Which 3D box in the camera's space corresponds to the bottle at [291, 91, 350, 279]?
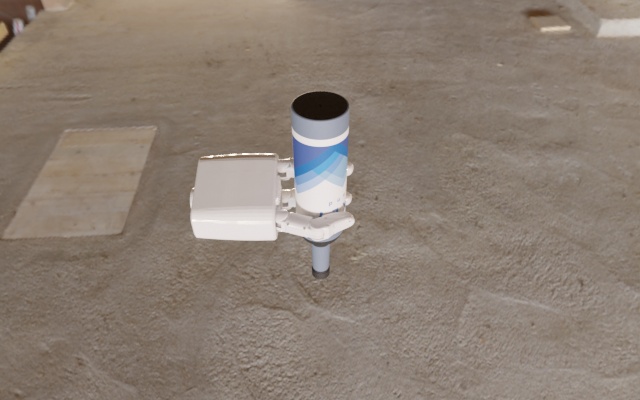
[{"bbox_3d":[0.000,0.002,0.635,0.069,0.296,0.069,0,42,0],"label":"bottle"}]
